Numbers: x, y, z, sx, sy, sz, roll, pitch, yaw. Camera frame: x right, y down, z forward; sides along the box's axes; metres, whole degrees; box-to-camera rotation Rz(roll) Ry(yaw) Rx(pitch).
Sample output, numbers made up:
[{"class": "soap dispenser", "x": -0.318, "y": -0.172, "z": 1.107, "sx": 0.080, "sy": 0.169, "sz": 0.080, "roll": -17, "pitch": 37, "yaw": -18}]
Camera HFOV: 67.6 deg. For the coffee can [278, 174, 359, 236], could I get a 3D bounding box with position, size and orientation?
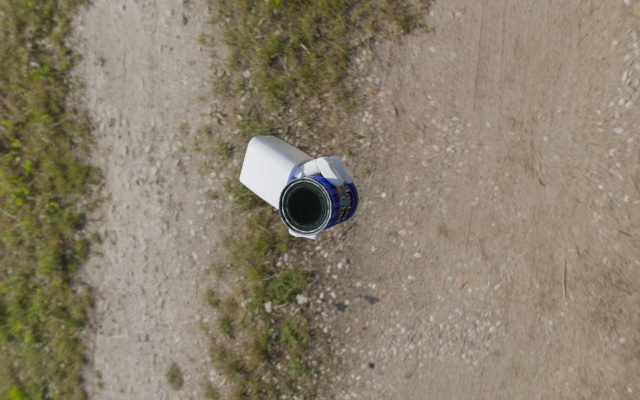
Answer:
[{"class": "coffee can", "x": 0.000, "y": 0.003, "z": 0.885, "sx": 0.103, "sy": 0.103, "sz": 0.140, "roll": 0, "pitch": 7, "yaw": 24}]
